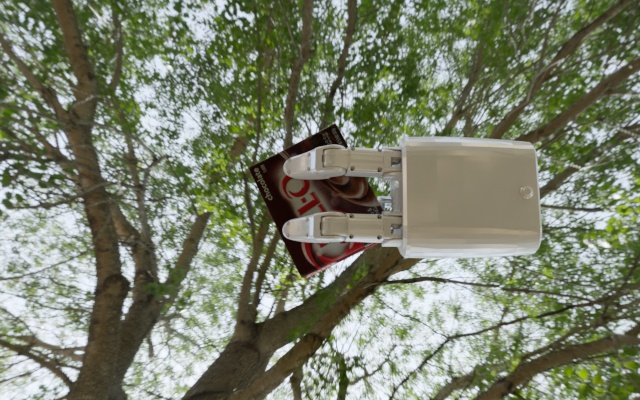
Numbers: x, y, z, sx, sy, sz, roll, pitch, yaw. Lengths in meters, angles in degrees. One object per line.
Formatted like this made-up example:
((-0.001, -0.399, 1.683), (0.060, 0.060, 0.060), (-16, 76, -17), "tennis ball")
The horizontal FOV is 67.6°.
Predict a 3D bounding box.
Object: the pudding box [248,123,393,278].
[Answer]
((0.000, 0.001, 0.433), (0.090, 0.113, 0.039), (-27, -12, 0), "pudding box")
